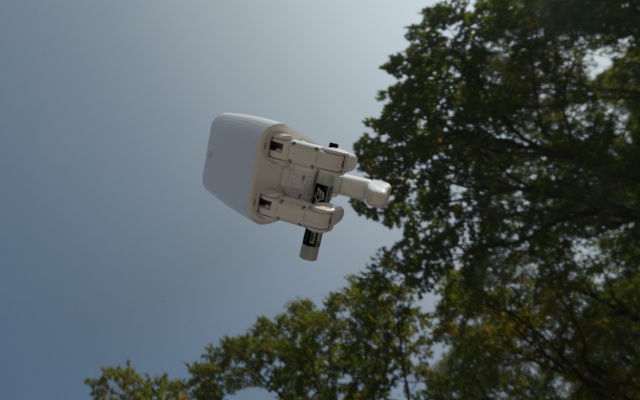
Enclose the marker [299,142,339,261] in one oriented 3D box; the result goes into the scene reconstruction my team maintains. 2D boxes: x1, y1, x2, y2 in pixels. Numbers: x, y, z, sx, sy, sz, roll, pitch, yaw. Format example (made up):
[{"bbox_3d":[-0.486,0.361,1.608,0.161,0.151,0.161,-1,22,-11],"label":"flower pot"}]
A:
[{"bbox_3d":[0.000,0.002,0.481,0.020,0.121,0.020,12,10,-2],"label":"marker"}]
